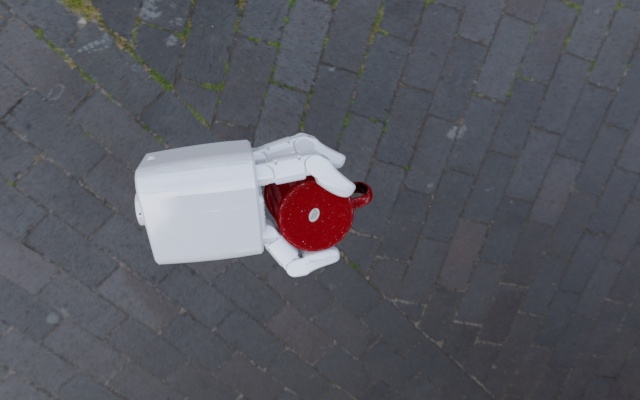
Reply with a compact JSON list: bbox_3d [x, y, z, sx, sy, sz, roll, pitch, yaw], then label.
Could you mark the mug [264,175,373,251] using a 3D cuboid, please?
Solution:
[{"bbox_3d":[0.002,0.002,0.521,0.117,0.093,0.081,-8,21,-9],"label":"mug"}]
